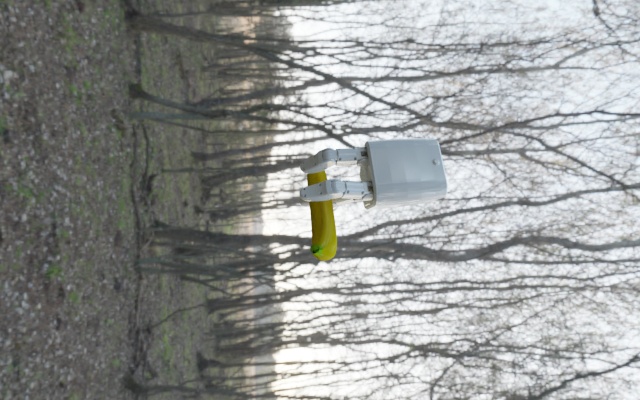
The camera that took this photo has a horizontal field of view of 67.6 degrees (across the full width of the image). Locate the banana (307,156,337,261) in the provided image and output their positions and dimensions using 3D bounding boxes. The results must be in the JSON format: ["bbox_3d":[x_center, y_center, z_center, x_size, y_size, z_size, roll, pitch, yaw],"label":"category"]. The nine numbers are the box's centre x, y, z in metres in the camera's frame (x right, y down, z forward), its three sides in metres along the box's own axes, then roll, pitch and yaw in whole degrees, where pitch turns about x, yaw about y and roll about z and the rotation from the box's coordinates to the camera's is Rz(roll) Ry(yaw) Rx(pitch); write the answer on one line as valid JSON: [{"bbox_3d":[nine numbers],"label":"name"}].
[{"bbox_3d":[0.002,0.018,0.694,0.037,0.070,0.197,-6,44,1],"label":"banana"}]
